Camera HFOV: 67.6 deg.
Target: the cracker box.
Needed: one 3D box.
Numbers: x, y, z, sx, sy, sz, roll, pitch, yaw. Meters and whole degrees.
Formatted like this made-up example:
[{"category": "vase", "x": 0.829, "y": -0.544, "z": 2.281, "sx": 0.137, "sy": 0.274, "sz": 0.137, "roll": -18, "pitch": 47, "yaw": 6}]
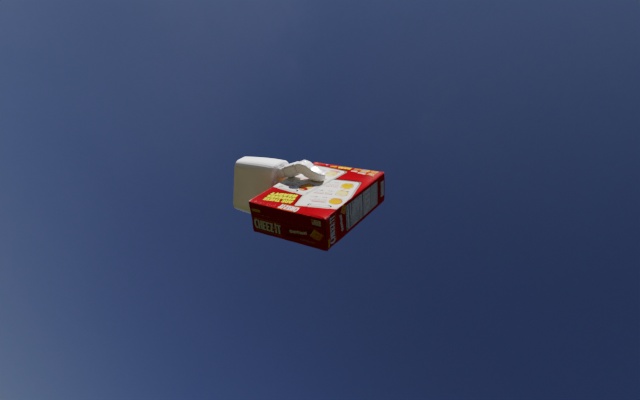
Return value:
[{"category": "cracker box", "x": 0.000, "y": 0.003, "z": 0.887, "sx": 0.164, "sy": 0.072, "sz": 0.213, "roll": 11, "pitch": 30, "yaw": 32}]
